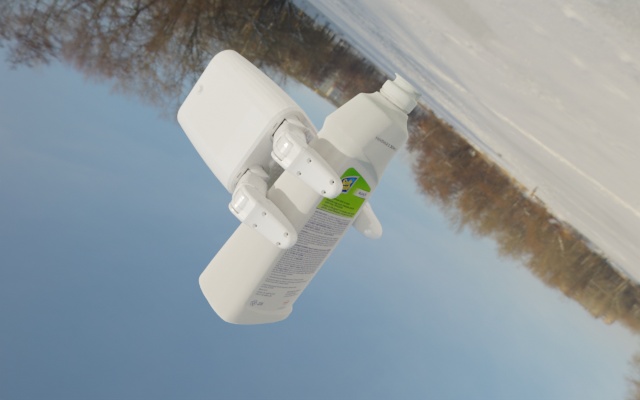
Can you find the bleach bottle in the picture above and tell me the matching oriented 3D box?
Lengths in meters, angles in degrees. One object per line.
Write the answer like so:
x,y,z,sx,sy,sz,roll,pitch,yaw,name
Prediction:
0.000,0.001,0.424,0.068,0.251,0.102,48,18,29,bleach bottle
